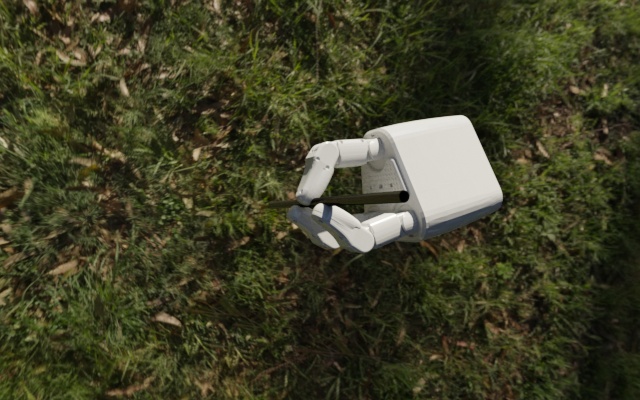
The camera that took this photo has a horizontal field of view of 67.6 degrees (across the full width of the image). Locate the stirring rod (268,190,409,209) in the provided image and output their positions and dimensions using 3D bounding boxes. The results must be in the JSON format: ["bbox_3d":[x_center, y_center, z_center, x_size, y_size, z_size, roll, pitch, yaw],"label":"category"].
[{"bbox_3d":[0.000,0.001,0.409,0.011,0.011,0.239,0,-2,-26],"label":"stirring rod"}]
